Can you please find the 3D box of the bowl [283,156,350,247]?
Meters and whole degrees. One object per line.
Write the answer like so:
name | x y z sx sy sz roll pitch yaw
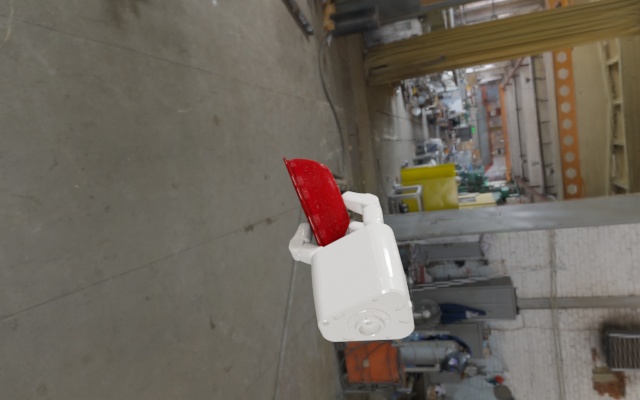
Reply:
bowl | 0.000 0.001 0.691 0.055 0.162 0.162 -23 1 -3
